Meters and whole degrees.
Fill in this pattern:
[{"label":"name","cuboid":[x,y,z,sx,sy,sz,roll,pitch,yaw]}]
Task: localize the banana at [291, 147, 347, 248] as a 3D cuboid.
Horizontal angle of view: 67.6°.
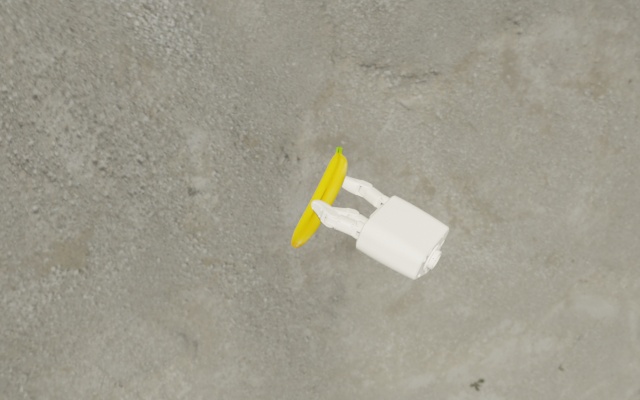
[{"label":"banana","cuboid":[0.002,0.001,0.824,0.037,0.198,0.069,27,5,-2]}]
